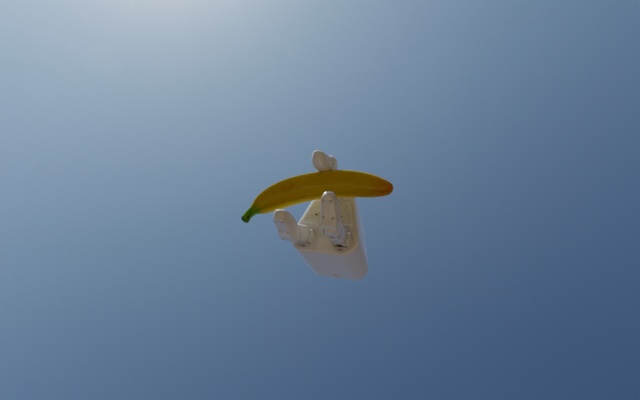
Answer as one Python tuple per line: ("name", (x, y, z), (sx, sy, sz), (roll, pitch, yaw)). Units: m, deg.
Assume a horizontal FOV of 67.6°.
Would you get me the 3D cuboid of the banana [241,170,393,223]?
("banana", (-0.005, -0.010, 0.634), (0.198, 0.037, 0.069), (-13, 44, 4))
